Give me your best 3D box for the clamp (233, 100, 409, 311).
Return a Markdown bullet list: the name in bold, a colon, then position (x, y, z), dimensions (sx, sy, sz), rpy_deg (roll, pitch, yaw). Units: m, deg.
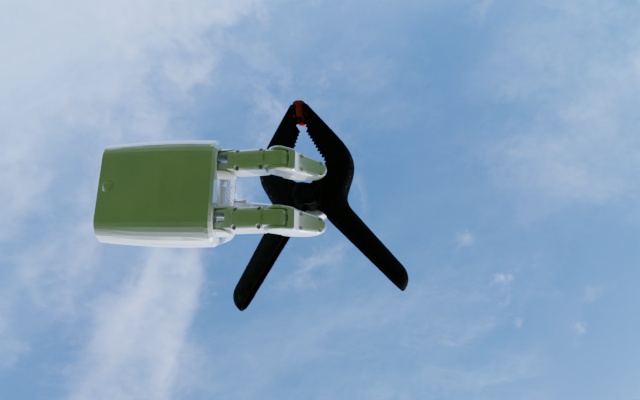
- **clamp**: position (0.000, 0.001, 0.471), dimensions (0.164, 0.210, 0.036), rpy_deg (-1, -15, 3)
